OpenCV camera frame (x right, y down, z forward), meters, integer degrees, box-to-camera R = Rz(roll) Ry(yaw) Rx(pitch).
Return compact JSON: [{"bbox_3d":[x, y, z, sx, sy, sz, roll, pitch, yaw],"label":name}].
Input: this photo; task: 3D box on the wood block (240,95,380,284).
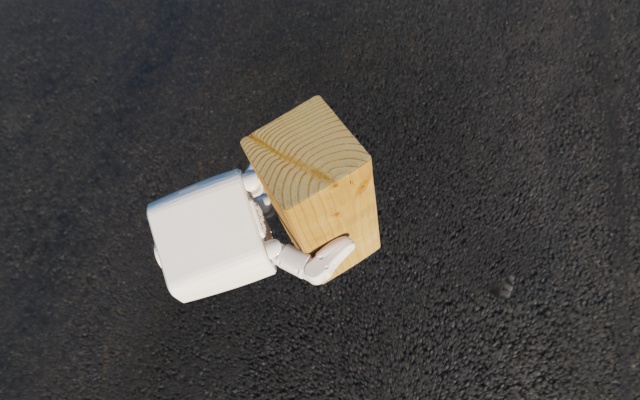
[{"bbox_3d":[0.000,0.002,0.510,0.090,0.090,0.206,-31,-27,-7],"label":"wood block"}]
